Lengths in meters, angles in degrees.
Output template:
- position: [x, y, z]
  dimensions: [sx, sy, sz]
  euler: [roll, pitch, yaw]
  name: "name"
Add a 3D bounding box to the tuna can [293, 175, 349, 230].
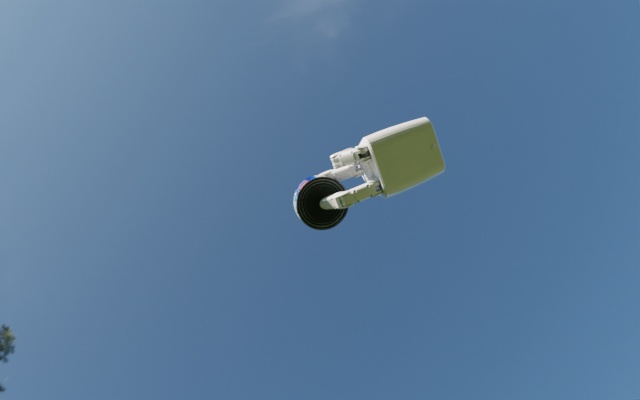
- position: [0.000, 0.002, 0.765]
  dimensions: [0.086, 0.086, 0.033]
  euler: [0, 8, -15]
  name: "tuna can"
